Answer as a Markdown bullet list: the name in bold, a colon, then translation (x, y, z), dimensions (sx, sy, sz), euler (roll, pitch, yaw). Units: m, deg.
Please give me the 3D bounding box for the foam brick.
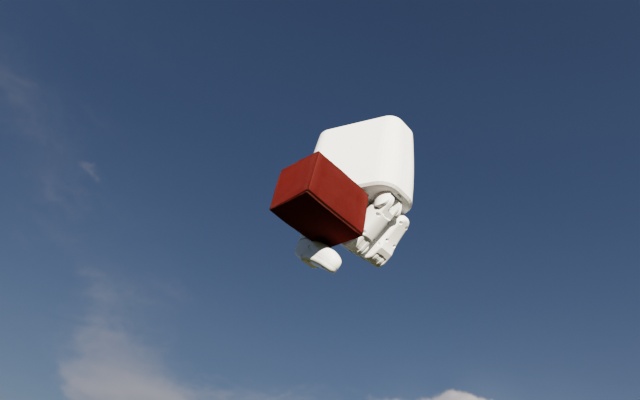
- **foam brick**: translation (0.000, 0.001, 0.455), dimensions (0.053, 0.051, 0.078), euler (-23, -49, 38)
